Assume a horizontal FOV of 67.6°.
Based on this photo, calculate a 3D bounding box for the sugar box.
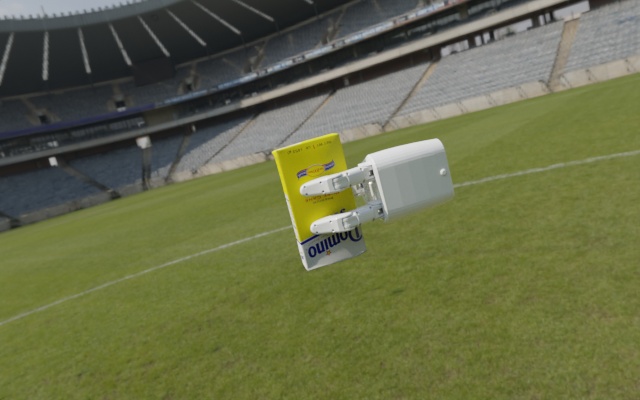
[{"bbox_3d":[0.000,0.002,0.674,0.093,0.176,0.048,-17,9,-9],"label":"sugar box"}]
